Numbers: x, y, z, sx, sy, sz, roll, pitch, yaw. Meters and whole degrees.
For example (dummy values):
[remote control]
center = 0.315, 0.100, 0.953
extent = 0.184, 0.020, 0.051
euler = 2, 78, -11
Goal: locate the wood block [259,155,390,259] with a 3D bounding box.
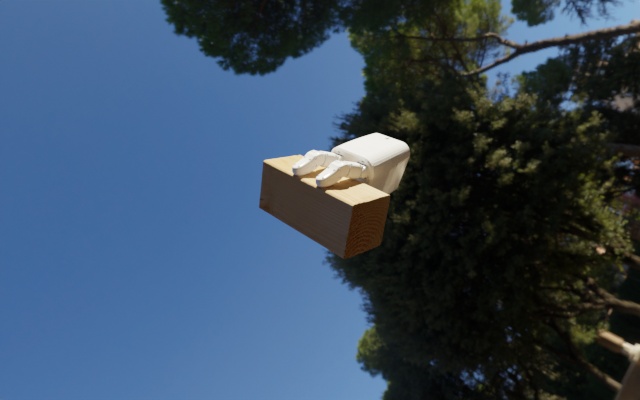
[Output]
[wood block]
center = 0.000, 0.003, 0.780
extent = 0.090, 0.091, 0.206
euler = -14, 31, -42
